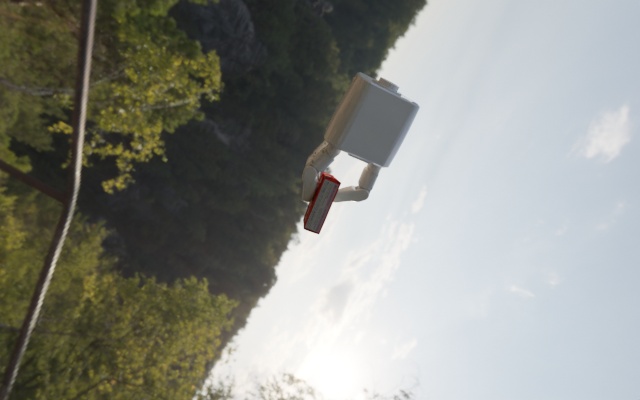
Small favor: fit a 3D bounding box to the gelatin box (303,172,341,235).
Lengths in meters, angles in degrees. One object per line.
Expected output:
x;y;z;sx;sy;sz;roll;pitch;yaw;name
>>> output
0.000;0.003;0.752;0.030;0.089;0.073;21;6;-6;gelatin box
